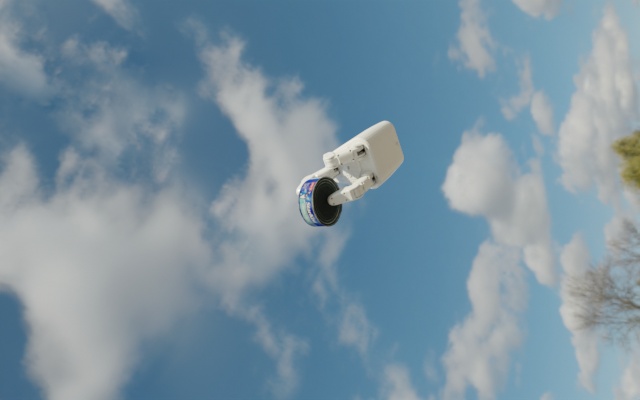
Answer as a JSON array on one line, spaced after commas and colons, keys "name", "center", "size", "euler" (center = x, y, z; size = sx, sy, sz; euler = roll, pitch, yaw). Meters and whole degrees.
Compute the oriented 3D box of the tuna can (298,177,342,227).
[{"name": "tuna can", "center": [0.000, 0.003, 0.822], "size": [0.034, 0.086, 0.086], "euler": [-4, -3, 37]}]
